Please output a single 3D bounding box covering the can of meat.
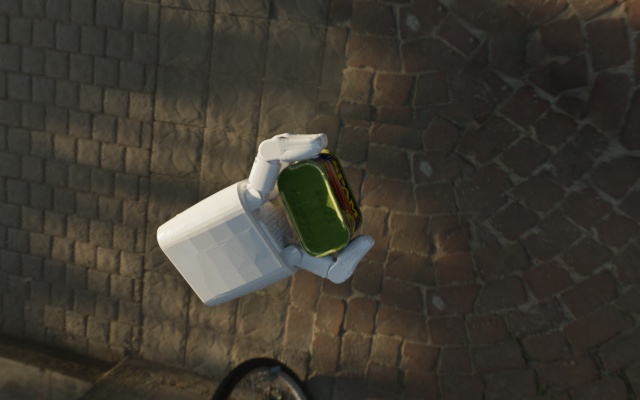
[{"bbox_3d":[0.000,0.002,0.502,0.057,0.102,0.084,-22,6,14],"label":"can of meat"}]
